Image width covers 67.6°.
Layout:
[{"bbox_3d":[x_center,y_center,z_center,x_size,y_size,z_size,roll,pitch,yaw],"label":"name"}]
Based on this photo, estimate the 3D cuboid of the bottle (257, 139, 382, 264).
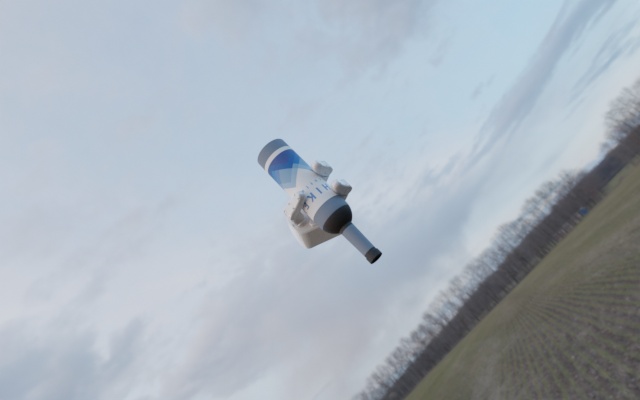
[{"bbox_3d":[0.000,0.003,0.871,0.295,0.069,0.069,45,20,22],"label":"bottle"}]
